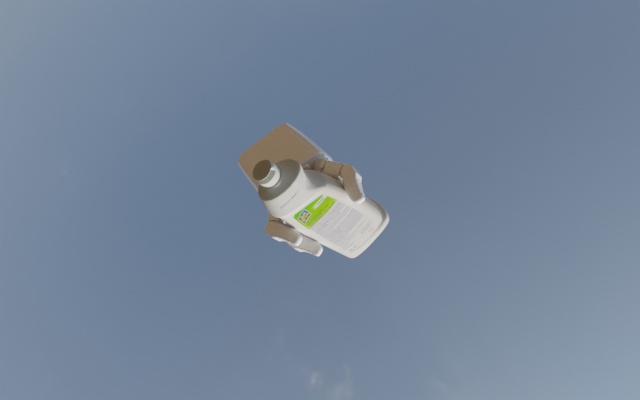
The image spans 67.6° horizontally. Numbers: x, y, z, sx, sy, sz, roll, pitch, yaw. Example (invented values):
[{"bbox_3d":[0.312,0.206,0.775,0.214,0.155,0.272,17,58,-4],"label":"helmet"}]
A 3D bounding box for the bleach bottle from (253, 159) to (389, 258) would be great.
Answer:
[{"bbox_3d":[0.000,0.002,0.674,0.068,0.102,0.251,45,6,39],"label":"bleach bottle"}]
